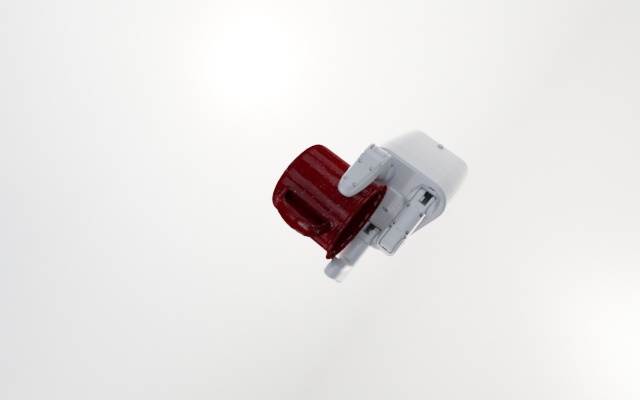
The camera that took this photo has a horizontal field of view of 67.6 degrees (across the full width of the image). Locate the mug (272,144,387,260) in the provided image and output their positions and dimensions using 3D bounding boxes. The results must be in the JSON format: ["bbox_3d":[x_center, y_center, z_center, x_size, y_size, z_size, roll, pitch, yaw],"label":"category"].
[{"bbox_3d":[-0.001,0.002,0.465,0.081,0.093,0.117,39,34,14],"label":"mug"}]
